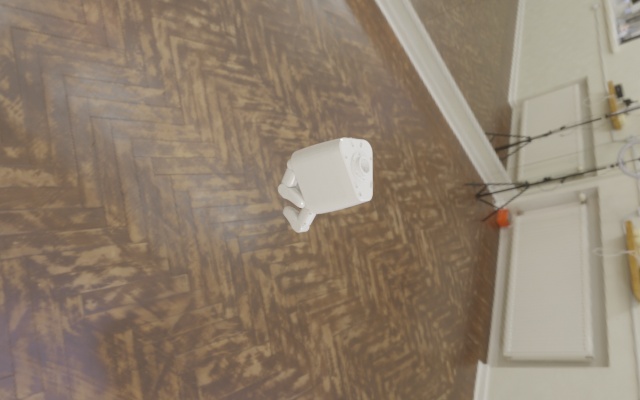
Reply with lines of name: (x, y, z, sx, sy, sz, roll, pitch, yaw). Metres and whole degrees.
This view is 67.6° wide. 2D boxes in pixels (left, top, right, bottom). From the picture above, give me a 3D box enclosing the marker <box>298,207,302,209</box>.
marker: (0.000, 0.003, 0.887, 0.020, 0.020, 0.121, 0, 3, 39)
